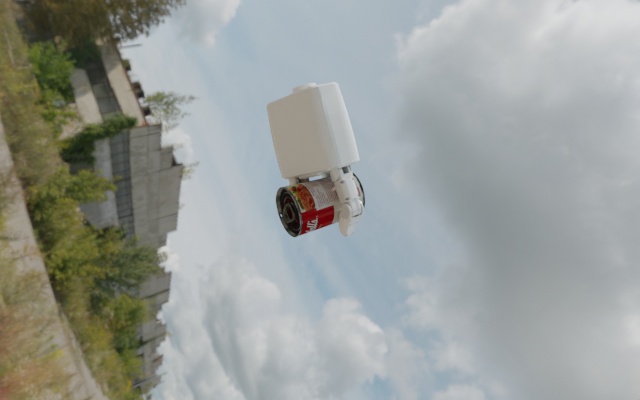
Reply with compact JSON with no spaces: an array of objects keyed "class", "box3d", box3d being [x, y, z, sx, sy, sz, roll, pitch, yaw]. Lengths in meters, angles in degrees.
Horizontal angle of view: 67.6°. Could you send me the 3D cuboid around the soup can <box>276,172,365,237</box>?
[{"class":"soup can","box3d":[0.001,0.003,0.644,0.102,0.068,0.068,-17,8,-27]}]
